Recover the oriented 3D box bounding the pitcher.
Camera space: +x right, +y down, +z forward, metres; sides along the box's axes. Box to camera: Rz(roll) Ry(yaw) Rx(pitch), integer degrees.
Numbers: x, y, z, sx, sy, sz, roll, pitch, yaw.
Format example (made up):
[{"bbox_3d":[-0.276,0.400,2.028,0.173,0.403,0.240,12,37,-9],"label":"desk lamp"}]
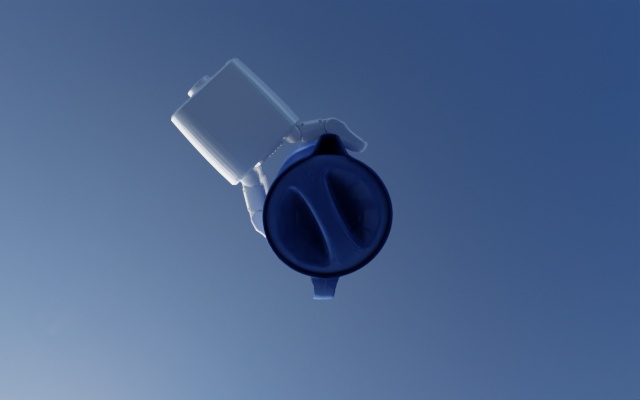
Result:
[{"bbox_3d":[0.000,0.002,0.597,0.145,0.149,0.242,44,7,-11],"label":"pitcher"}]
